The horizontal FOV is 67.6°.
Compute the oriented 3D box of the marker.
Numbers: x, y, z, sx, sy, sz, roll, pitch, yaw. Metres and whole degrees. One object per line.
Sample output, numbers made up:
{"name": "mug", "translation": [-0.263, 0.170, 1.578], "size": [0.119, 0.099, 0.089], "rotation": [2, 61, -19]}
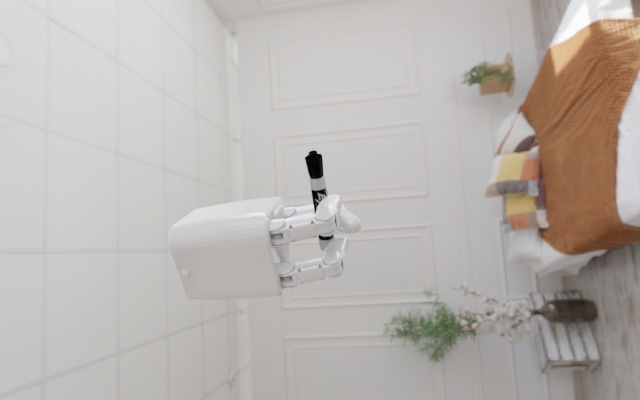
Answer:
{"name": "marker", "translation": [0.000, 0.002, 0.530], "size": [0.020, 0.121, 0.020], "rotation": [-7, 28, 4]}
